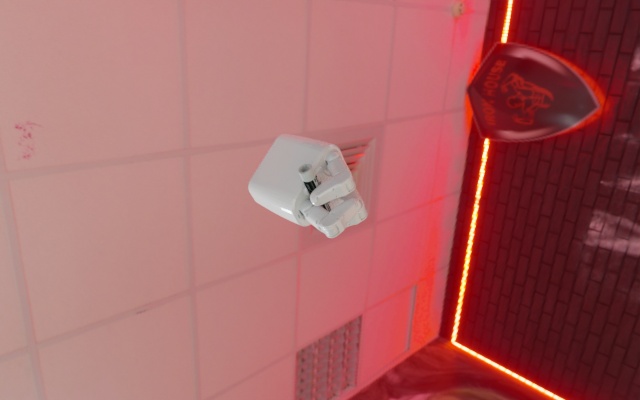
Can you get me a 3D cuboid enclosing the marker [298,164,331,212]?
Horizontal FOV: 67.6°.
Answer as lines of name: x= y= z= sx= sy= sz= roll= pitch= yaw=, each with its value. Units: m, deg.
marker: x=0.000 y=0.002 z=0.633 sx=0.020 sy=0.020 sz=0.121 roll=0 pitch=-44 yaw=27
